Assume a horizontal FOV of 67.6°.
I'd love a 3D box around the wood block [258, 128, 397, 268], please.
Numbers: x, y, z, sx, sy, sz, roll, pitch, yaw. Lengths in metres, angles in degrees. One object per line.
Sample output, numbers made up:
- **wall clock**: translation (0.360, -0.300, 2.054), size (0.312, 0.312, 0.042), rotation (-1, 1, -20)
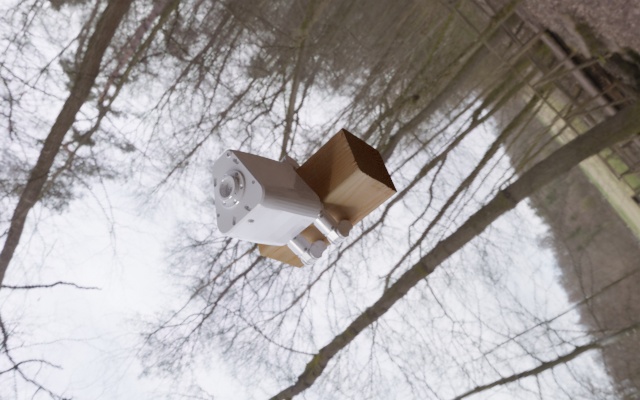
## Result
- **wood block**: translation (0.000, 0.002, 0.719), size (0.206, 0.090, 0.090), rotation (-40, -43, 26)
